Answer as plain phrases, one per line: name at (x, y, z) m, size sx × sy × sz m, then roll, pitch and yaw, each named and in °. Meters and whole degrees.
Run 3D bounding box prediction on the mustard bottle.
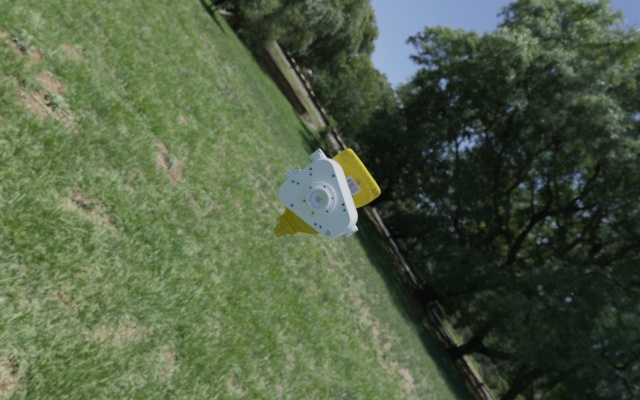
mustard bottle at (0.000, 0.002, 0.820) m, size 0.191 × 0.096 × 0.058 m, roll -35°, pitch 20°, yaw 5°
